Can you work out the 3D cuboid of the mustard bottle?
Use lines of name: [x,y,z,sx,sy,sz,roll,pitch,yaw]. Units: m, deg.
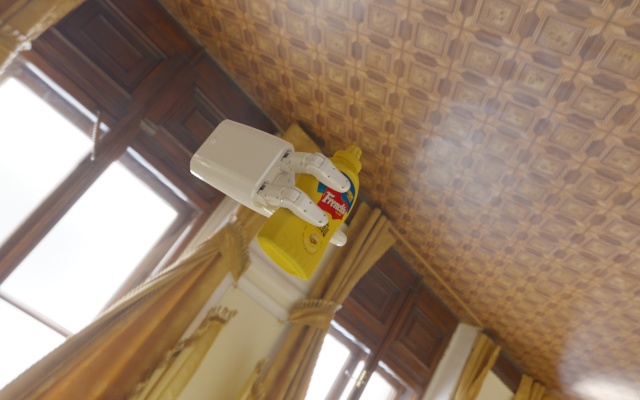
mustard bottle: [0.000,0.002,0.628,0.058,0.191,0.096,12,-31,42]
